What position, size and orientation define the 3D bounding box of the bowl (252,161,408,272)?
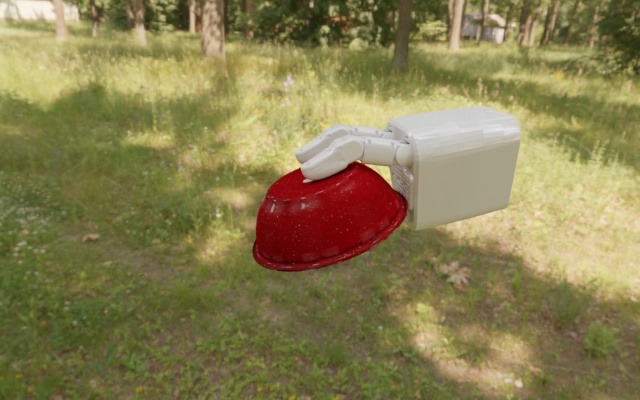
[{"bbox_3d":[-0.001,0.002,0.465,0.162,0.055,0.162,-17,22,7],"label":"bowl"}]
